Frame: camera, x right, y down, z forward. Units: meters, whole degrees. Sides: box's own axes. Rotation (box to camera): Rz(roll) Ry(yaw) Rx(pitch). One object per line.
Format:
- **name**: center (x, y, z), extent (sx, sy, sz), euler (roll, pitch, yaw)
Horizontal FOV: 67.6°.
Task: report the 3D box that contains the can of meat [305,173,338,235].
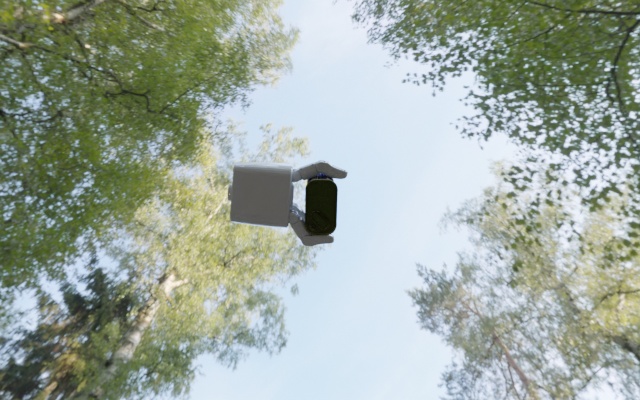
- **can of meat**: center (0.000, 0.003, 0.880), extent (0.057, 0.102, 0.084), euler (1, 14, -2)
